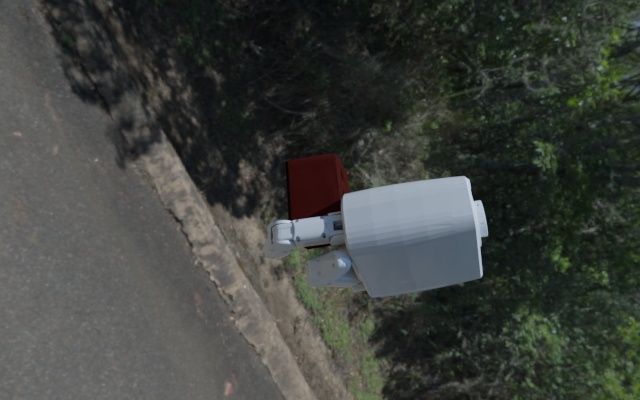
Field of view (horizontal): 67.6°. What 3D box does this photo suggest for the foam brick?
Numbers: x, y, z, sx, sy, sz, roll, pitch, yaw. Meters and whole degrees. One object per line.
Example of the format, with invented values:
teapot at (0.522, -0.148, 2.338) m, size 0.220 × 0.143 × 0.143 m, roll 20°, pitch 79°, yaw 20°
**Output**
foam brick at (0.000, 0.001, 0.462) m, size 0.051 × 0.078 × 0.053 m, roll -11°, pitch -23°, yaw 14°
